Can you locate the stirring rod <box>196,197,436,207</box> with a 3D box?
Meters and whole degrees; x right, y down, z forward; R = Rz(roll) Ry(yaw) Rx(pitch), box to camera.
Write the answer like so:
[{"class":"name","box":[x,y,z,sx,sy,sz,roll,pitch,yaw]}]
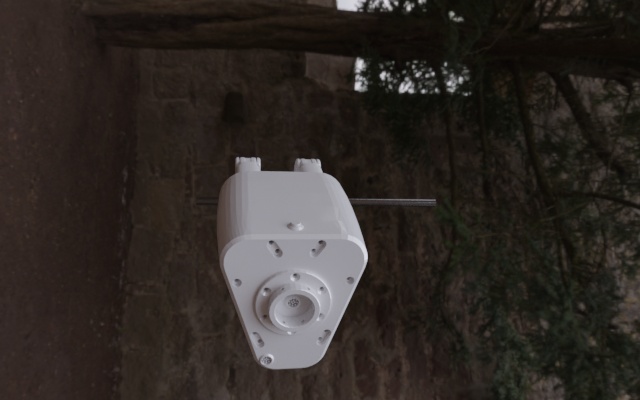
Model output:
[{"class":"stirring rod","box":[0.000,0.002,0.477,0.239,0.011,0.011,1,0,-10]}]
